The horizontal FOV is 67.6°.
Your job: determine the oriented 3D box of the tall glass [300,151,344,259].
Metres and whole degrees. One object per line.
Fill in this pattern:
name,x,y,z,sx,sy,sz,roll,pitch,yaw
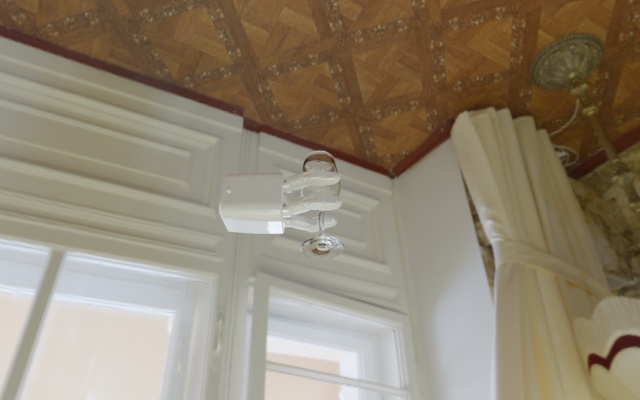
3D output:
tall glass,0.000,0.003,0.876,0.079,0.200,0.079,-1,-37,-1
